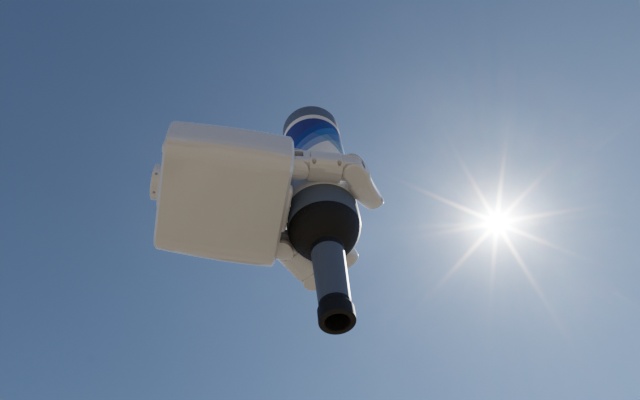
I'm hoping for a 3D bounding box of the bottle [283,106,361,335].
[{"bbox_3d":[0.000,0.001,0.456,0.069,0.069,0.295,0,35,-6],"label":"bottle"}]
